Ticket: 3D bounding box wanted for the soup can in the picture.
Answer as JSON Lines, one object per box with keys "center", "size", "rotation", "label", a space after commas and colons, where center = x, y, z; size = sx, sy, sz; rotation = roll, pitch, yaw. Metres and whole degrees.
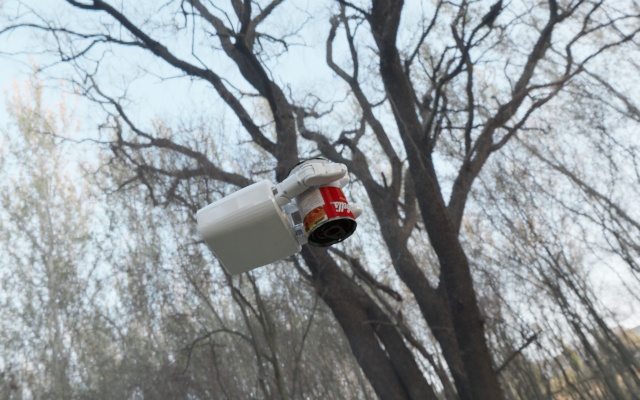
{"center": [0.000, 0.002, 0.639], "size": [0.068, 0.102, 0.068], "rotation": [-15, -32, -10], "label": "soup can"}
